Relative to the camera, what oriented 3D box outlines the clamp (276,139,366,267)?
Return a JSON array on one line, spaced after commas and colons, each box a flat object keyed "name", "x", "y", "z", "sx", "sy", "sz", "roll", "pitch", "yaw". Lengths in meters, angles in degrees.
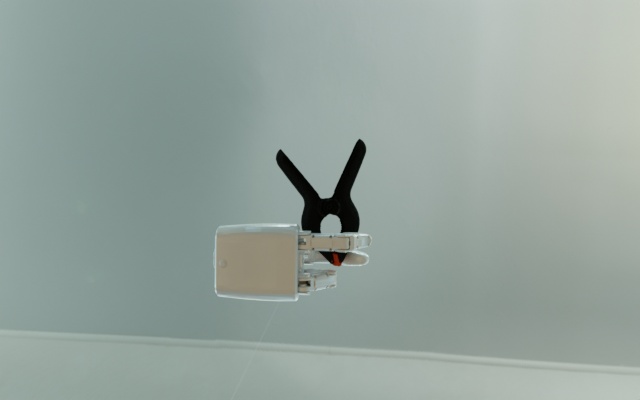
[{"name": "clamp", "x": 0.000, "y": 0.002, "z": 0.642, "sx": 0.120, "sy": 0.171, "sz": 0.039, "roll": 1, "pitch": 2, "yaw": 2}]
